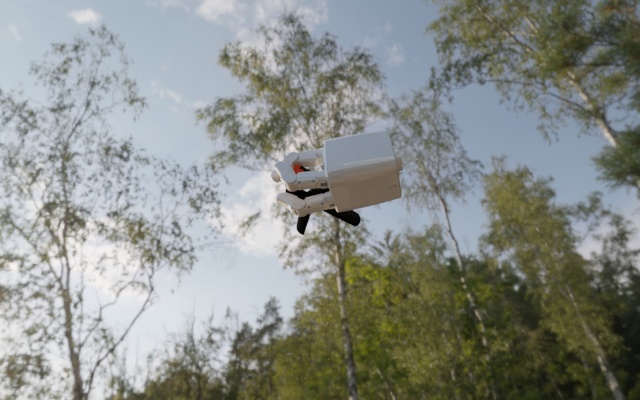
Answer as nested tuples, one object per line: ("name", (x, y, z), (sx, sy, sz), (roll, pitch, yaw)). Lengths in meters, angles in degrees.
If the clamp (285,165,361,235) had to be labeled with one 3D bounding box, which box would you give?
("clamp", (0.000, 0.002, 0.814), (0.120, 0.039, 0.172), (-10, -37, 8))
